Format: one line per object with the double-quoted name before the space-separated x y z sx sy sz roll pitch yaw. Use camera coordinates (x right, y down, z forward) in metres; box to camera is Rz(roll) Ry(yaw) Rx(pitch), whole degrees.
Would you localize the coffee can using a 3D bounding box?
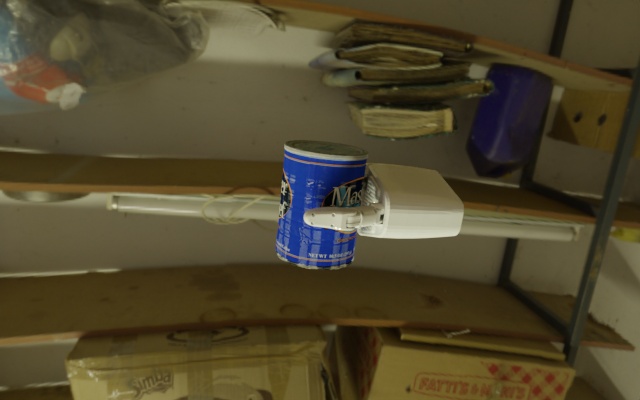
"coffee can" 0.000 0.002 0.598 0.103 0.140 0.102 6 14 -2
